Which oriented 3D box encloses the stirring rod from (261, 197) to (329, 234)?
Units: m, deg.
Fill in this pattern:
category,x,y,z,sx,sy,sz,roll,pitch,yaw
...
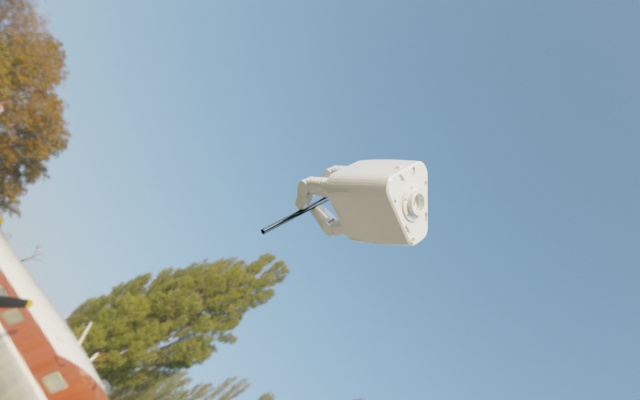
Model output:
category,x,y,z,sx,sy,sz,roll,pitch,yaw
stirring rod,0.000,0.003,0.752,0.011,0.011,0.239,0,20,46
